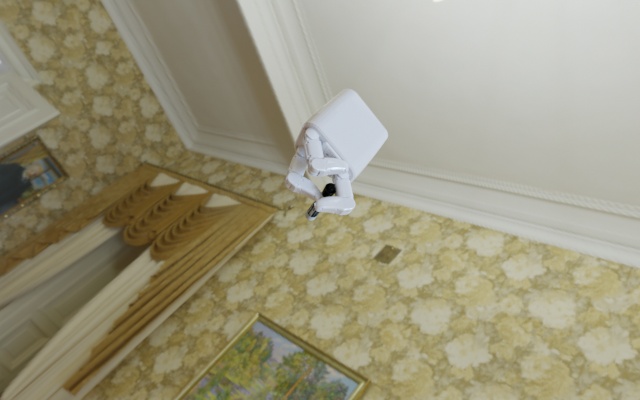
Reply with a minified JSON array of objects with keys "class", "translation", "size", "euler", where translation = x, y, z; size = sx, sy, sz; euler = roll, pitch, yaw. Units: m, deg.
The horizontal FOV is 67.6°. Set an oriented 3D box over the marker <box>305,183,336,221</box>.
[{"class":"marker","translation":[0.000,0.003,0.762],"size":[0.020,0.020,0.121],"euler":[0,-23,-18]}]
